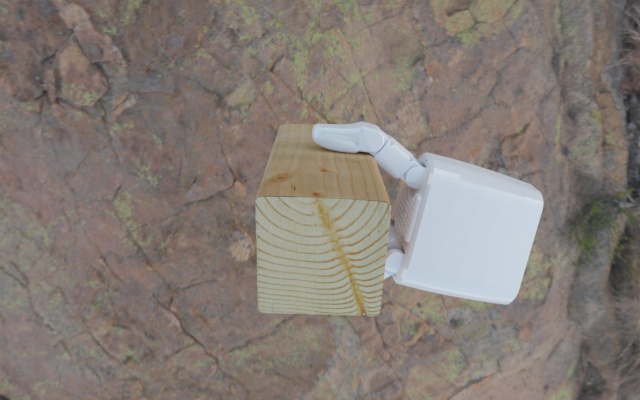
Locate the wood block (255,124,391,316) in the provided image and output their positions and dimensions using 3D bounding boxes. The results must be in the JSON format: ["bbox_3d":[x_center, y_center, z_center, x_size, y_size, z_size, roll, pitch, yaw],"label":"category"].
[{"bbox_3d":[0.000,0.001,0.417,0.090,0.091,0.206,2,22,-1],"label":"wood block"}]
